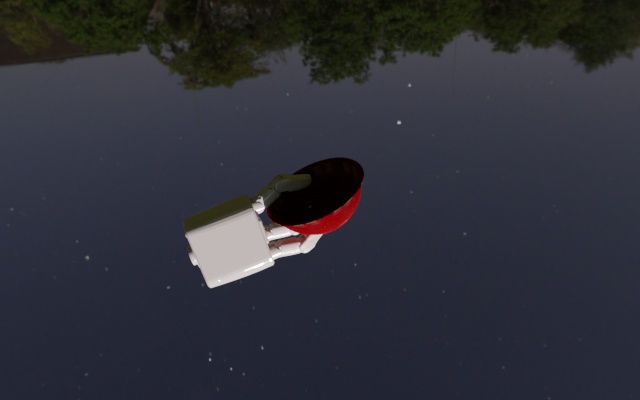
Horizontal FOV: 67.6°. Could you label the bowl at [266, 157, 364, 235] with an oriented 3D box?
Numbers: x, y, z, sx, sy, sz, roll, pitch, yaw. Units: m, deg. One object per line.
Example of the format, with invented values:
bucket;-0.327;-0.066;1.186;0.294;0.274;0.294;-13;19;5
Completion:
bowl;0.002;0.002;0.739;0.162;0.055;0.162;-20;33;13
